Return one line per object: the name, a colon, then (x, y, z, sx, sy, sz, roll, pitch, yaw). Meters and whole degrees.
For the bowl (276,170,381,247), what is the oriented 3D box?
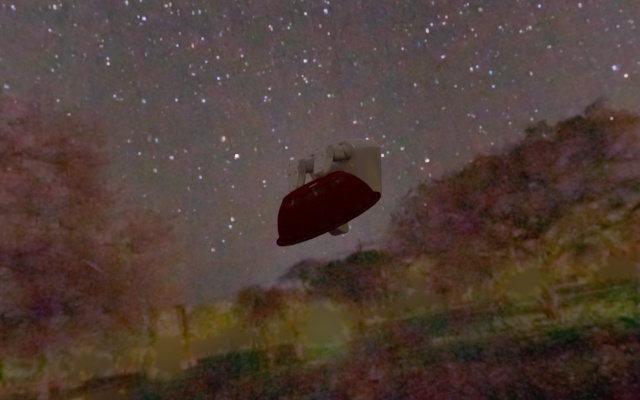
bowl: (0.000, 0.002, 0.663, 0.162, 0.055, 0.162, -25, 9, 4)
